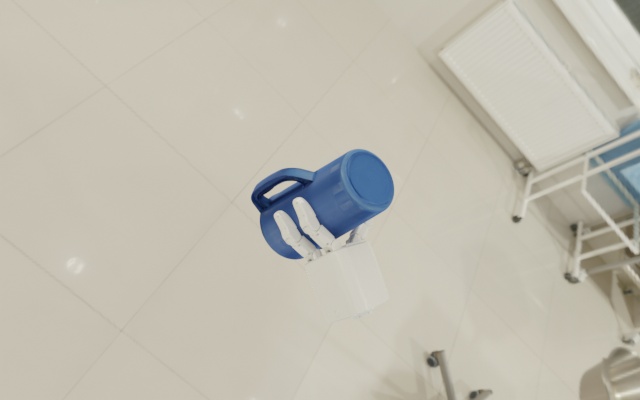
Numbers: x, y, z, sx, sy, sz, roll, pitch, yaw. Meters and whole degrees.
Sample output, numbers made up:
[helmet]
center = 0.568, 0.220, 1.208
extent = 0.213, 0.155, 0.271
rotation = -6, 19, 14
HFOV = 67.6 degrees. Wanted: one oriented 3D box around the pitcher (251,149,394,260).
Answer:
[pitcher]
center = 0.000, 0.003, 0.815
extent = 0.149, 0.145, 0.243
rotation = -12, -13, -40
